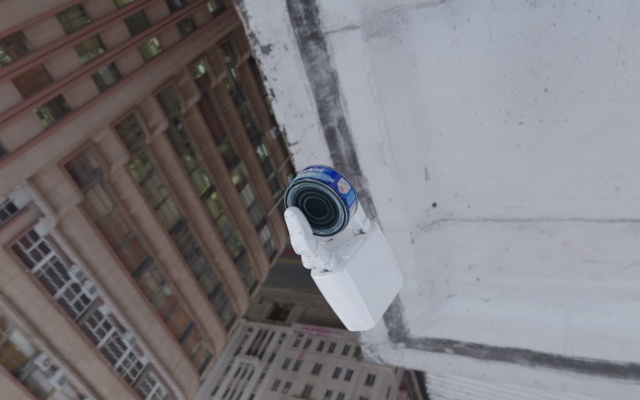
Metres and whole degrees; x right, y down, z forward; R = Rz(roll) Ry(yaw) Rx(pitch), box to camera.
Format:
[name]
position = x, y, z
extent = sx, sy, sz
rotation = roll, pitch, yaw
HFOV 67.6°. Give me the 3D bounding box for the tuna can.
[tuna can]
position = 0.000, 0.002, 0.578
extent = 0.086, 0.086, 0.033
rotation = 0, 32, 29
